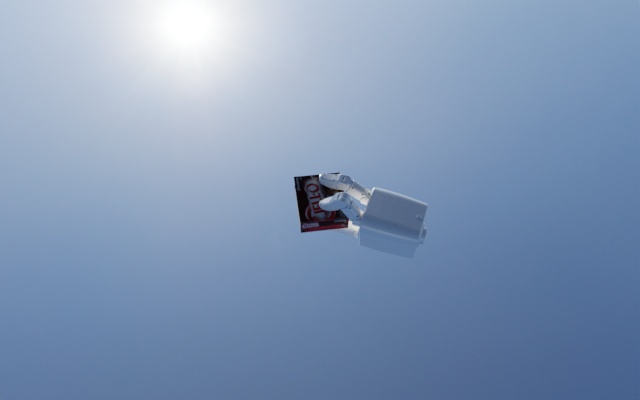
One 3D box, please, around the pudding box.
[{"bbox_3d":[0.000,0.003,0.888,0.090,0.113,0.039,-5,-40,-7],"label":"pudding box"}]
